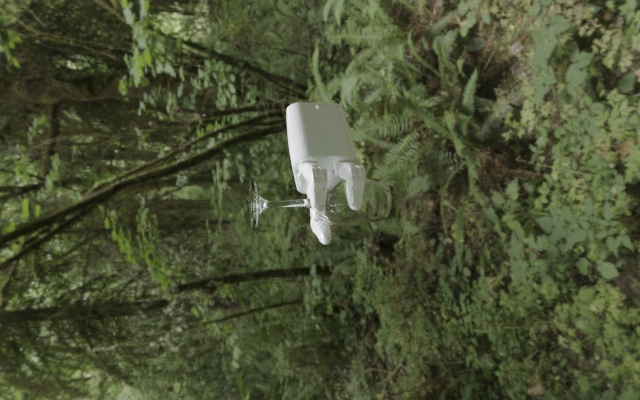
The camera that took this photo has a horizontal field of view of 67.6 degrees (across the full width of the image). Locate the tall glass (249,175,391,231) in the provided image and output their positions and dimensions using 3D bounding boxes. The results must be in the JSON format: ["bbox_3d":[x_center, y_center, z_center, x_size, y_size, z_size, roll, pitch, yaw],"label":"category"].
[{"bbox_3d":[-0.001,0.002,0.701,0.201,0.079,0.079,-2,0,-16],"label":"tall glass"}]
